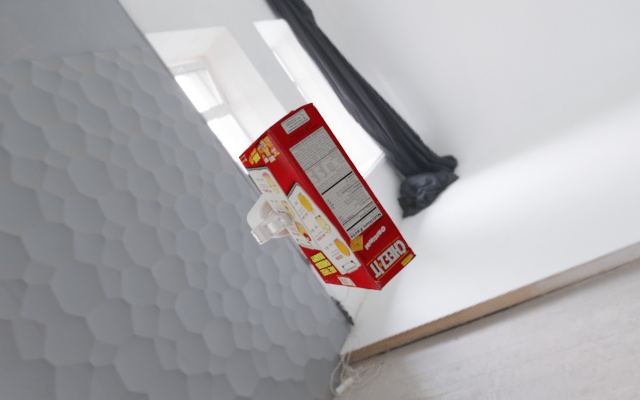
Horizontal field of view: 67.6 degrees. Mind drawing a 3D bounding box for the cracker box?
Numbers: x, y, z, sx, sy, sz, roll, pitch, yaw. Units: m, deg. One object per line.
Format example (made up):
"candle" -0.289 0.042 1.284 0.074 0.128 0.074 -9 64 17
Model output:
"cracker box" 0.000 0.002 0.586 0.072 0.214 0.164 -38 8 -20
